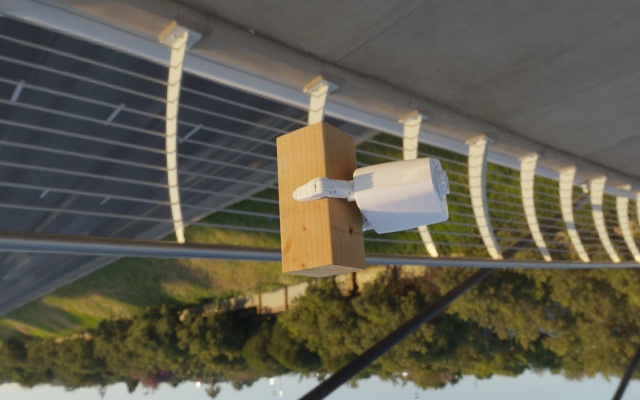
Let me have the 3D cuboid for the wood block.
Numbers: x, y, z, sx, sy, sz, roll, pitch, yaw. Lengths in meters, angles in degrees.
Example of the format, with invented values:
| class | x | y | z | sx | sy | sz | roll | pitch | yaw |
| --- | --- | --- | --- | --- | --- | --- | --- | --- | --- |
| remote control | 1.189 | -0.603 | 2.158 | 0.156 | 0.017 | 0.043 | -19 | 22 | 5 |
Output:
| class | x | y | z | sx | sy | sz | roll | pitch | yaw |
| --- | --- | --- | --- | --- | --- | --- | --- | --- | --- |
| wood block | 0.000 | 0.002 | 0.705 | 0.090 | 0.206 | 0.091 | -15 | -19 | 33 |
